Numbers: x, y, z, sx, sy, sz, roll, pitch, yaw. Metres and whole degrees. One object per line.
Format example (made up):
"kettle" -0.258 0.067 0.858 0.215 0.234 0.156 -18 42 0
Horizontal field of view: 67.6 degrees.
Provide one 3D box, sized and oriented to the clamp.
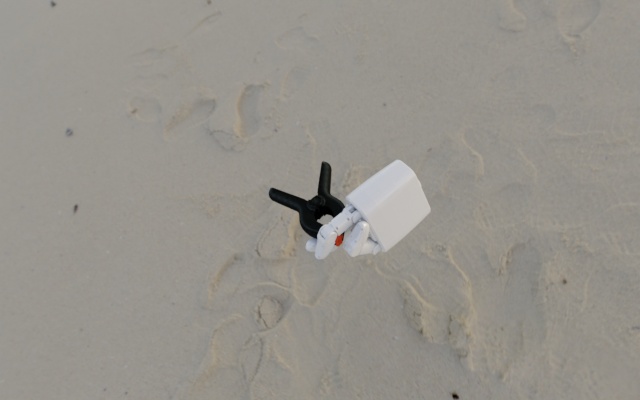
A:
"clamp" 0.000 0.002 0.803 0.171 0.120 0.039 46 -10 35
